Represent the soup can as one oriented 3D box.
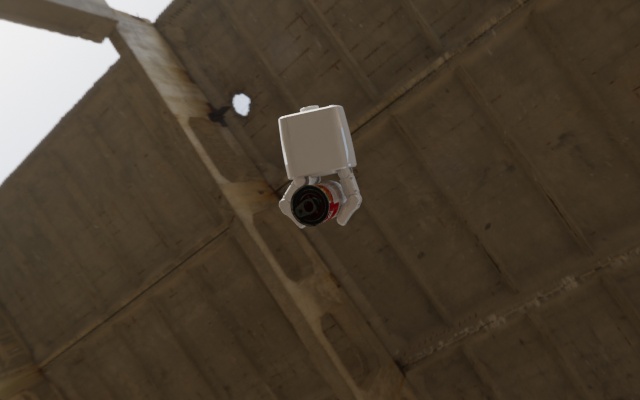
[{"bbox_3d":[0.000,0.003,0.811,0.068,0.068,0.102,0,7,21],"label":"soup can"}]
